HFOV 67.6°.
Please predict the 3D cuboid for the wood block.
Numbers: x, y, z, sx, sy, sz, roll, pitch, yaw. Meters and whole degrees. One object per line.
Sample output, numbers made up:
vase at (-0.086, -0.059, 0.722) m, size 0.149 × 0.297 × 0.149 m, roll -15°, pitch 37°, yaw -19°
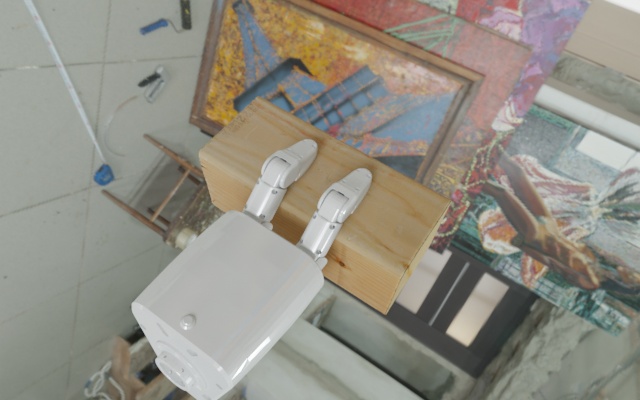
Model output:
wood block at (0.000, 0.002, 0.446) m, size 0.206 × 0.090 × 0.091 m, roll 31°, pitch -28°, yaw 16°
